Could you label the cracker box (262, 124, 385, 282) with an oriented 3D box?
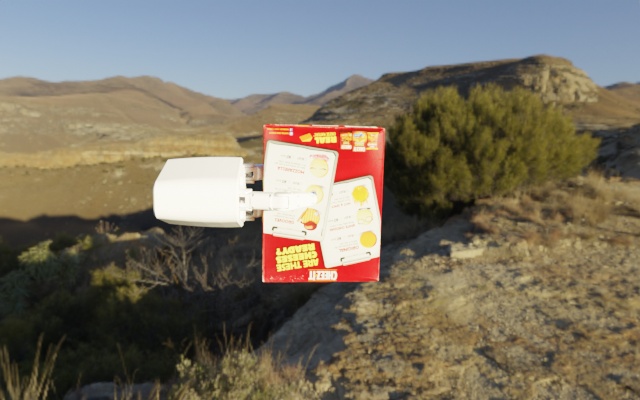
[{"bbox_3d":[0.000,0.002,0.672,0.164,0.214,0.072,0,9,-5],"label":"cracker box"}]
